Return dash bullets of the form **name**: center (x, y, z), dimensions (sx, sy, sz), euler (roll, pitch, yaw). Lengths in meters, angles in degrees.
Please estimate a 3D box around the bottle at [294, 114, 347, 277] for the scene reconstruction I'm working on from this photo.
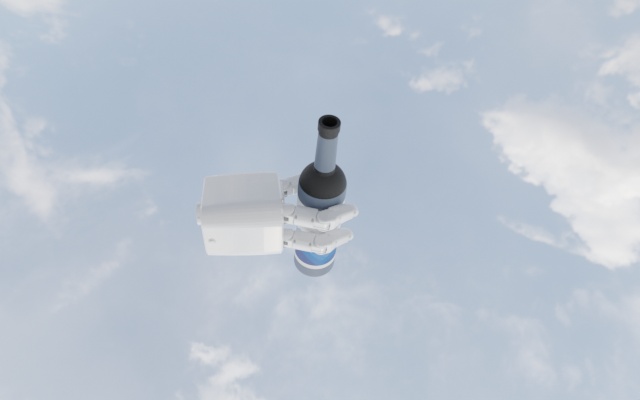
- **bottle**: center (0.000, 0.002, 0.675), dimensions (0.069, 0.069, 0.296), euler (0, -40, -5)
